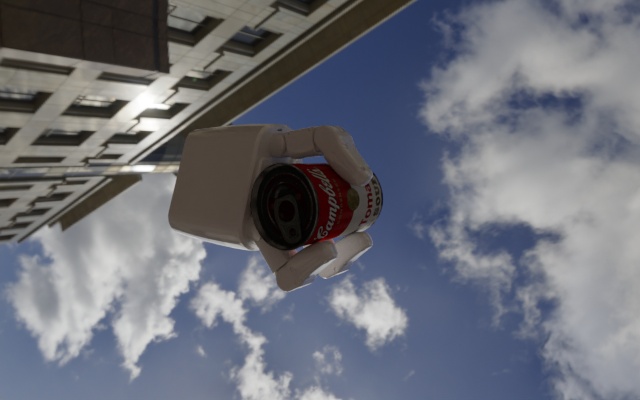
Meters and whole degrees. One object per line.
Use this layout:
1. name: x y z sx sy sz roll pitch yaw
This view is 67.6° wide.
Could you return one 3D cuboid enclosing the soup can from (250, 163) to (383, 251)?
1. soup can: 0.001 0.001 0.406 0.068 0.068 0.102 0 4 37
